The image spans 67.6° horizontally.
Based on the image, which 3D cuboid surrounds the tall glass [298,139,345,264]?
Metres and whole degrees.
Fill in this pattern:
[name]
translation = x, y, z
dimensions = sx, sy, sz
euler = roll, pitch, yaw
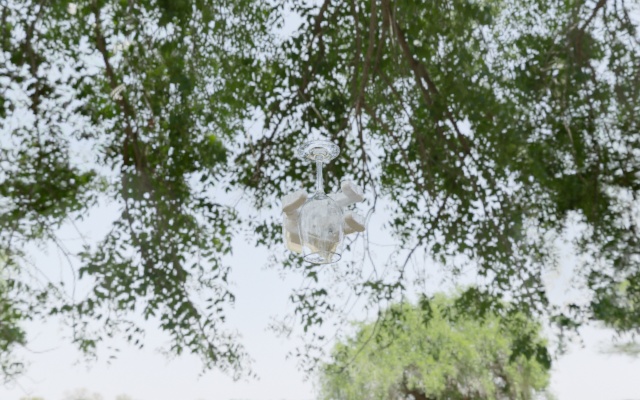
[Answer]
[tall glass]
translation = 0.000, 0.002, 0.801
dimensions = 0.079, 0.201, 0.079
euler = -2, -25, -1
